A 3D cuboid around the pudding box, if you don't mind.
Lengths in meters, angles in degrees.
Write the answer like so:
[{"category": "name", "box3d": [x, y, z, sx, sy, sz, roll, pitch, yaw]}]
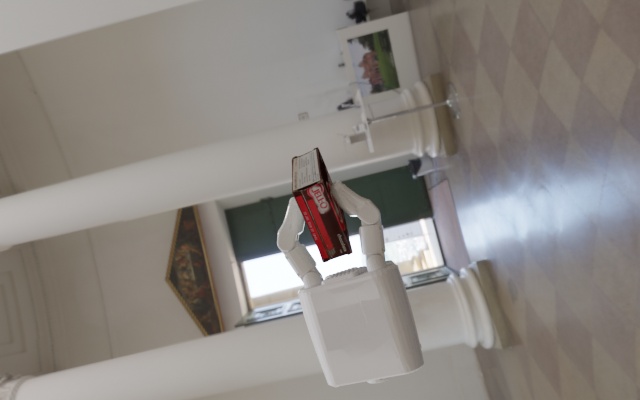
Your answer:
[{"category": "pudding box", "box3d": [0.000, 0.002, 0.530, 0.039, 0.090, 0.113, -20, 23, 3]}]
